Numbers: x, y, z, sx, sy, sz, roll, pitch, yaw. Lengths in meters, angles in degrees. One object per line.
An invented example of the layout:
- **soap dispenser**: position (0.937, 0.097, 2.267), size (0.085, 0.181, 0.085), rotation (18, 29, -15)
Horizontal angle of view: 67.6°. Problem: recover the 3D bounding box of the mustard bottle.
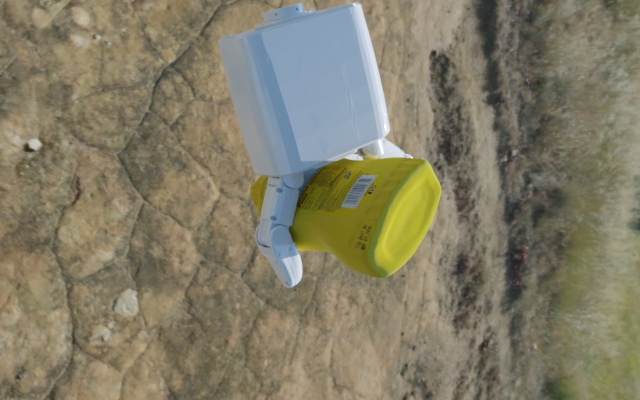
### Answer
- **mustard bottle**: position (0.000, 0.002, 0.415), size (0.191, 0.096, 0.058), rotation (10, -32, 46)
